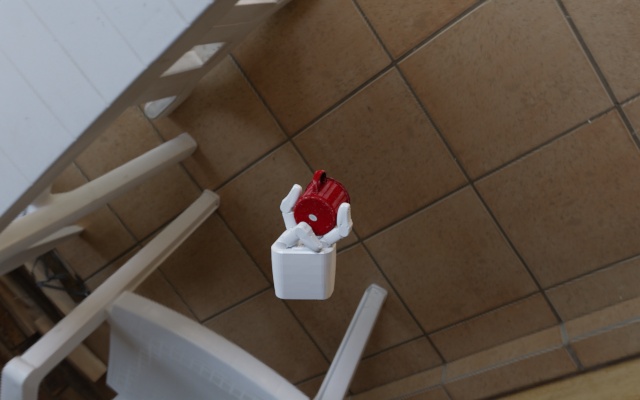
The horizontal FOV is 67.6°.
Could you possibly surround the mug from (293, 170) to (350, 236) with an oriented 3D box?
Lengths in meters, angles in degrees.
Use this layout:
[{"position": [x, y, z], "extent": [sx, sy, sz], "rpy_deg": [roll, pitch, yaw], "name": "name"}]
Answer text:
[{"position": [0.000, 0.002, 0.874], "extent": [0.093, 0.117, 0.081], "rpy_deg": [7, 25, 16], "name": "mug"}]
